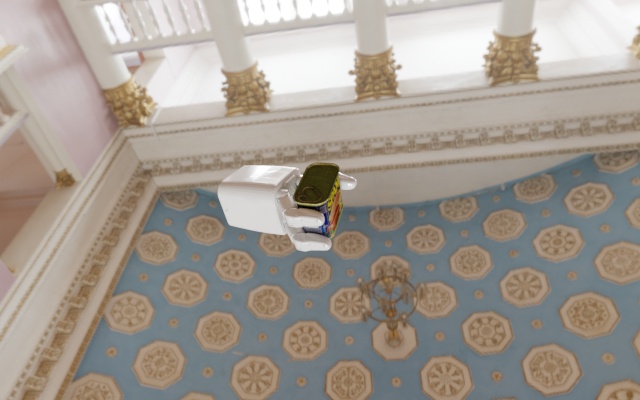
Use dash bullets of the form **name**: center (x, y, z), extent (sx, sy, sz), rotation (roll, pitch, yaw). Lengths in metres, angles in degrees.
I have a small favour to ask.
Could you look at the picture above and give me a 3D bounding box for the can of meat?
- **can of meat**: center (0.000, 0.003, 0.770), extent (0.057, 0.084, 0.102), rotation (4, 43, 17)
